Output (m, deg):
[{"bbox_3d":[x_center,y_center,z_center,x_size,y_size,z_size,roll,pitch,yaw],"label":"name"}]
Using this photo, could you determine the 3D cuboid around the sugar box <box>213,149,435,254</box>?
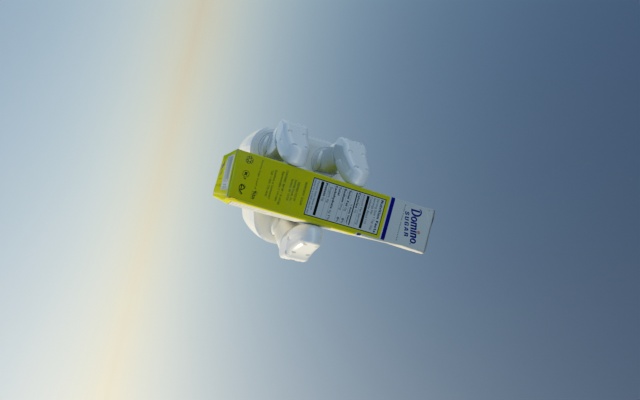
[{"bbox_3d":[0.000,0.001,0.421,0.176,0.048,0.093,14,-2,-19],"label":"sugar box"}]
